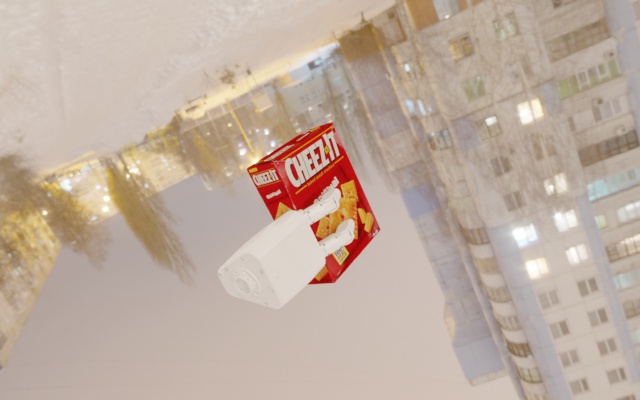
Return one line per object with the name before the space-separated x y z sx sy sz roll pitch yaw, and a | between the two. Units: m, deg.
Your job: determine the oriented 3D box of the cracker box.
cracker box | 0.000 0.003 0.776 0.072 0.214 0.164 -11 20 42
